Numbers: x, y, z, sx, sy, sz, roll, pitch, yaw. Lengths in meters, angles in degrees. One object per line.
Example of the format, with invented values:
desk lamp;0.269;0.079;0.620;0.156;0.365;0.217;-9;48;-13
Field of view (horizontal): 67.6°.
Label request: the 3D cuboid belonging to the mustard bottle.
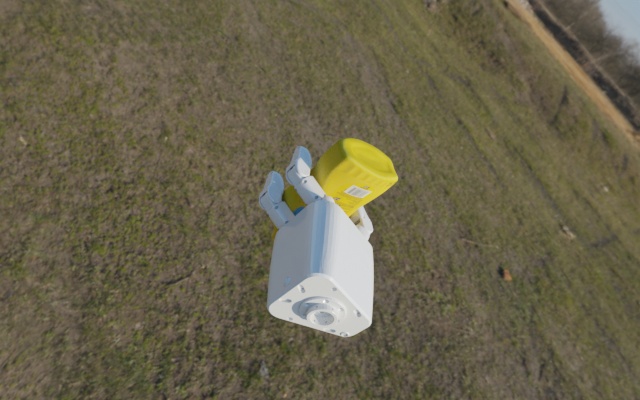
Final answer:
mustard bottle;0.000;0.002;0.613;0.096;0.058;0.192;16;-44;-41
